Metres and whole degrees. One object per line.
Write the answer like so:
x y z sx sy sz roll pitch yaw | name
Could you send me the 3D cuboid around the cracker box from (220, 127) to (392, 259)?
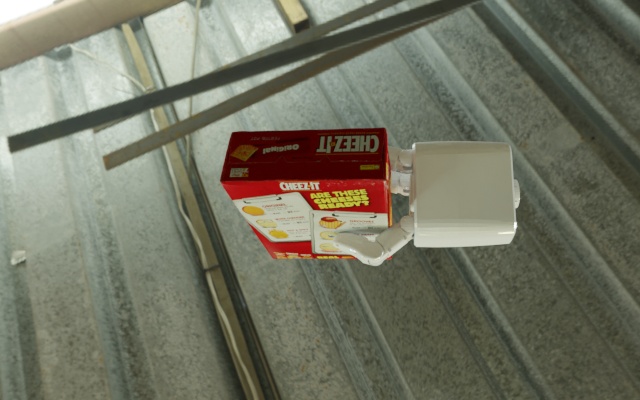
0.000 0.002 0.557 0.164 0.072 0.214 -1 -28 10 | cracker box
